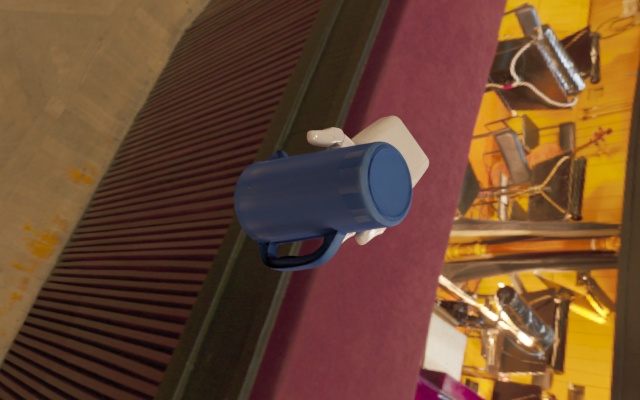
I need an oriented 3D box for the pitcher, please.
[{"bbox_3d":[0.000,0.002,0.665,0.243,0.149,0.145,-8,23,44],"label":"pitcher"}]
